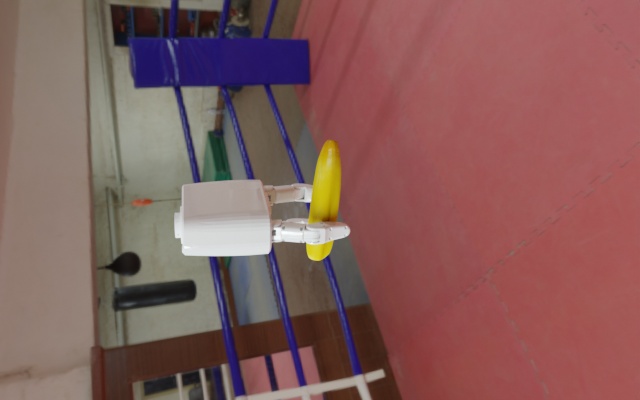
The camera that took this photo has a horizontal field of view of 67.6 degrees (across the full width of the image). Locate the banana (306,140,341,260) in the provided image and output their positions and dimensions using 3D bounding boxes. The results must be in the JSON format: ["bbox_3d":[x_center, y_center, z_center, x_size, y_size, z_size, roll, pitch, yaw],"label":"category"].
[{"bbox_3d":[0.002,0.017,0.640,0.037,0.198,0.069,1,39,-9],"label":"banana"}]
